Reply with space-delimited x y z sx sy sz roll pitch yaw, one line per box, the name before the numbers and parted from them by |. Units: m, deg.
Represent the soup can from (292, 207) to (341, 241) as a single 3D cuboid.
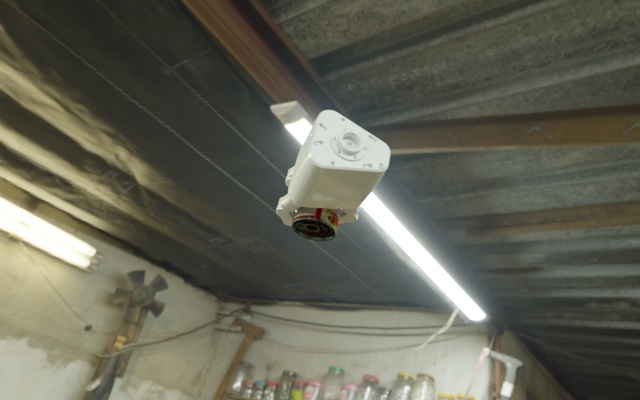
soup can | 0.000 0.002 0.737 0.068 0.102 0.068 10 -30 6
